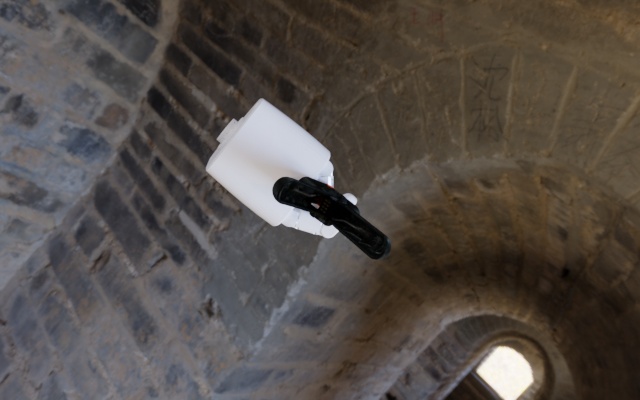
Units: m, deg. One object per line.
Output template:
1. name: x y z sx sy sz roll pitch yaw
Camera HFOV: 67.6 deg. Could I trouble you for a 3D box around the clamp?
1. clamp: 0.001 0.001 0.492 0.120 0.039 0.171 36 3 -16
